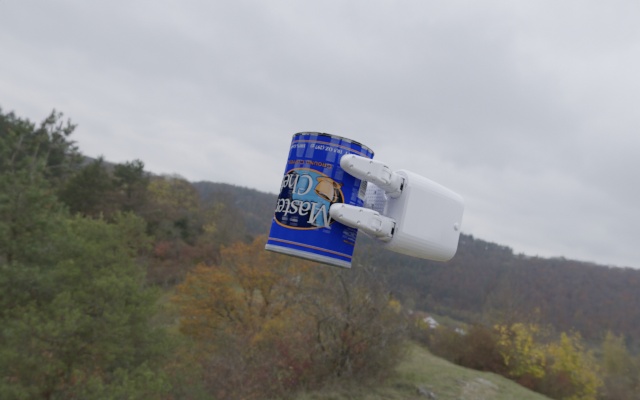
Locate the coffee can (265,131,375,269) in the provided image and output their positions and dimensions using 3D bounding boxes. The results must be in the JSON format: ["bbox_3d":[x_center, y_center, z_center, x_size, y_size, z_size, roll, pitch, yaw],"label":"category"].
[{"bbox_3d":[0.000,0.002,0.567,0.103,0.140,0.103,13,-8,2],"label":"coffee can"}]
